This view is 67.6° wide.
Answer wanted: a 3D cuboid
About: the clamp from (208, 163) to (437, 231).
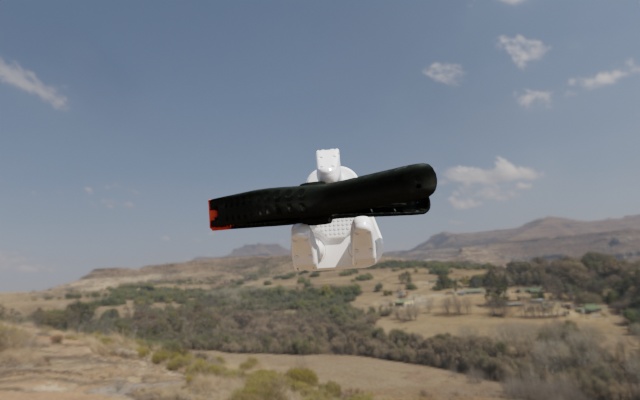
[{"bbox_3d":[-0.001,0.001,0.413,0.210,0.036,0.164,-5,-8,4],"label":"clamp"}]
